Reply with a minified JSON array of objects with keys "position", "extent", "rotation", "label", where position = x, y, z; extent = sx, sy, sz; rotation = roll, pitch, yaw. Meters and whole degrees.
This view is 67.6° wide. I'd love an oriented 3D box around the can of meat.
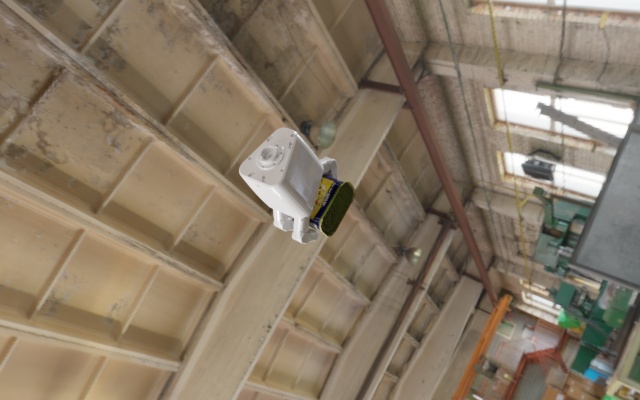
[{"position":[0.000,0.003,0.861],"extent":[0.084,0.102,0.057],"rotation":[22,-14,33],"label":"can of meat"}]
